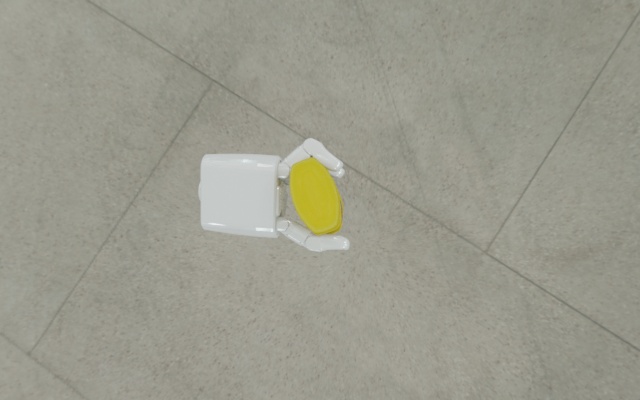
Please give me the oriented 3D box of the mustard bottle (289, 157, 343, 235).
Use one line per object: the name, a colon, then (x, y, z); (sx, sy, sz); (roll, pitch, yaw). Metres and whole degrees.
mustard bottle: (0.000, 0.002, 0.679); (0.058, 0.096, 0.191); (-21, -7, 3)
